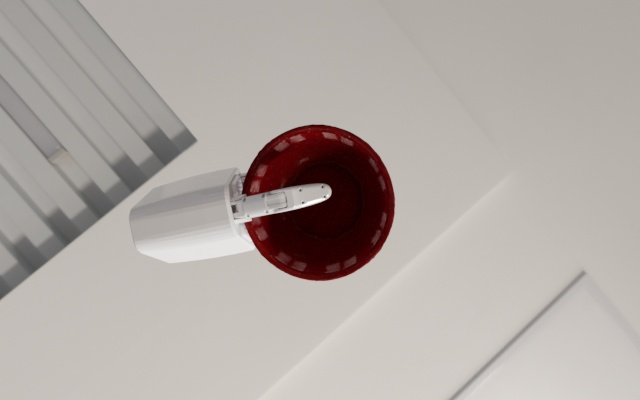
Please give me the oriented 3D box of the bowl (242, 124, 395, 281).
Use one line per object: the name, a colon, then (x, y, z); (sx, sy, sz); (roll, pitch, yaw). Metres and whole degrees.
bowl: (0.001, 0.002, 0.515); (0.162, 0.162, 0.055); (0, 3, 12)
